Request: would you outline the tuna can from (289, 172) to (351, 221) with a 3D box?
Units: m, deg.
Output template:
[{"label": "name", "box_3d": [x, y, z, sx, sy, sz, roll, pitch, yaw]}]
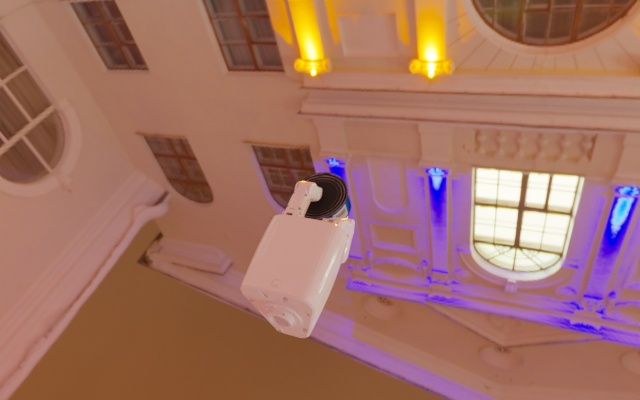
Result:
[{"label": "tuna can", "box_3d": [0.000, 0.003, 0.681, 0.086, 0.086, 0.034, 0, -39, 18]}]
